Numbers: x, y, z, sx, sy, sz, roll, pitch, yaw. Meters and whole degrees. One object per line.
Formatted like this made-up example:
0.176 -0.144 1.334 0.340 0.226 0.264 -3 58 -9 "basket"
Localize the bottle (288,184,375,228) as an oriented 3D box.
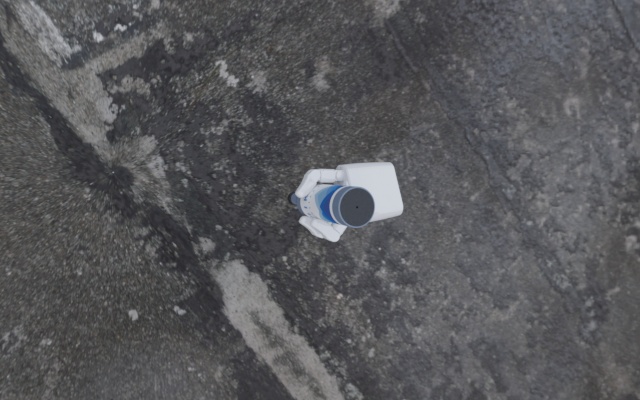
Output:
0.000 0.003 0.894 0.069 0.069 0.295 0 3 -23 "bottle"
